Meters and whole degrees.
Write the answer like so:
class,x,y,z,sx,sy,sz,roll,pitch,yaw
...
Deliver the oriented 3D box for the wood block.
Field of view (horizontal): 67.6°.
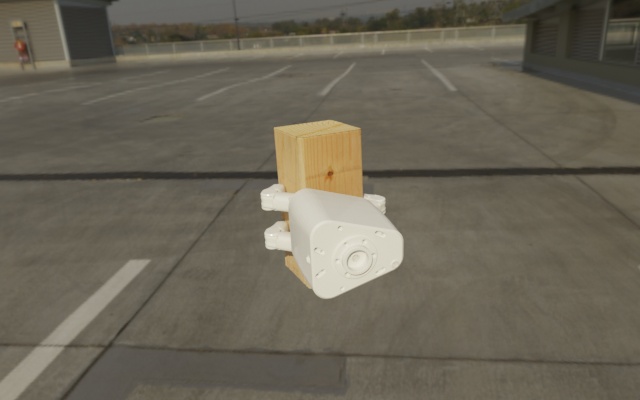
class,x,y,z,sx,sy,sz,roll,pitch,yaw
wood block,0.001,0.002,0.659,0.091,0.206,0.090,-12,21,-24
